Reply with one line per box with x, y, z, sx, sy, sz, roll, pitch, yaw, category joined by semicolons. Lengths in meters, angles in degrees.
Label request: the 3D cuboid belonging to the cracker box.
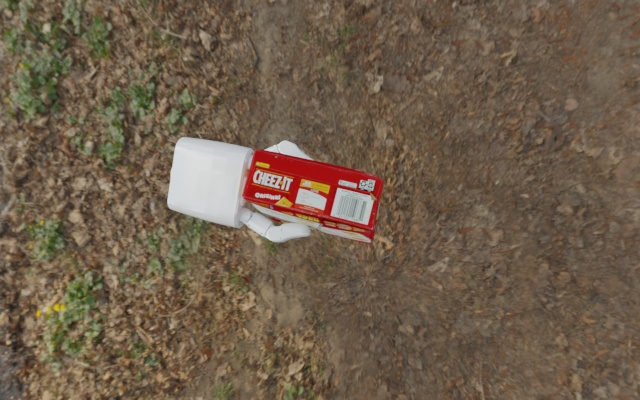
0.000;0.002;0.665;0.164;0.072;0.214;13;-8;7;cracker box
